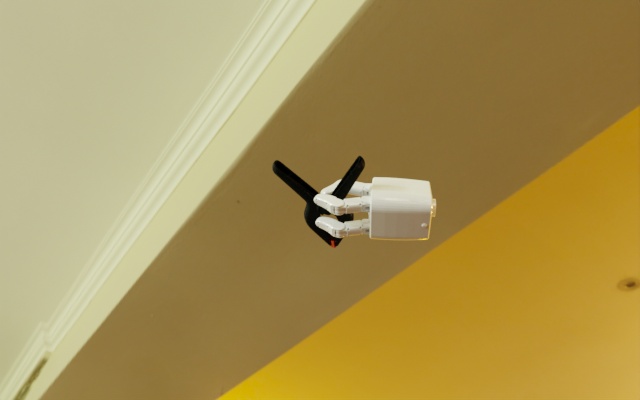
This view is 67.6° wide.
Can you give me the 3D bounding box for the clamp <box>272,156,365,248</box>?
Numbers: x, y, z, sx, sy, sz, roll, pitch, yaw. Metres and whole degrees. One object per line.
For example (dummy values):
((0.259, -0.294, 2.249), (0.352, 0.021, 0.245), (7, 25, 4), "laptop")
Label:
((0.001, 0.003, 0.886), (0.164, 0.210, 0.036), (4, 41, 10), "clamp")
